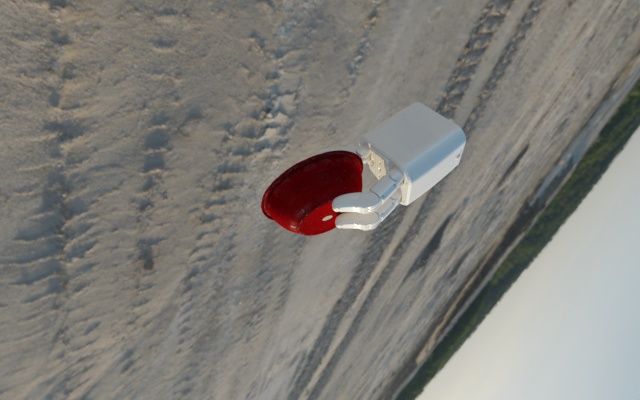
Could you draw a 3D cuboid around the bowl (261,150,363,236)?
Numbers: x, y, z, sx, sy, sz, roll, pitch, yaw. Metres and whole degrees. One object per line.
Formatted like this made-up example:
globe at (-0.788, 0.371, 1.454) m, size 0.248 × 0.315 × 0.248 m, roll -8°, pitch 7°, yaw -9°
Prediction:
bowl at (-0.001, 0.003, 0.676) m, size 0.162 × 0.055 × 0.162 m, roll -22°, pitch -27°, yaw -11°
